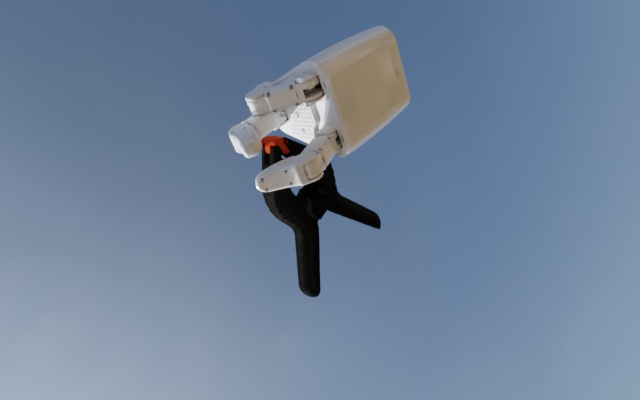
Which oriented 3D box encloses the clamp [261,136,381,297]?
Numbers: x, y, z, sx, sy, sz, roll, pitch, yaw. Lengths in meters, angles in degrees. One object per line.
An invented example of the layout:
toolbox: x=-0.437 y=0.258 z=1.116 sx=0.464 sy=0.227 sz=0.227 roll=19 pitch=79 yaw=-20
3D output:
clamp: x=0.000 y=0.001 z=0.488 sx=0.039 sy=0.171 sz=0.120 roll=10 pitch=40 yaw=46
